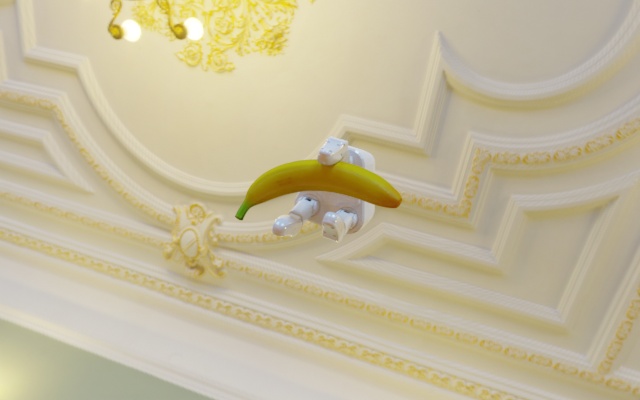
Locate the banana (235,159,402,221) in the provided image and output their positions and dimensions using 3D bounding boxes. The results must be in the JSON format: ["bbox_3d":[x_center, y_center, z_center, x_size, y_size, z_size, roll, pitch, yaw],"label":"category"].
[{"bbox_3d":[-0.004,-0.016,0.564,0.198,0.069,0.037,-6,-12,14],"label":"banana"}]
